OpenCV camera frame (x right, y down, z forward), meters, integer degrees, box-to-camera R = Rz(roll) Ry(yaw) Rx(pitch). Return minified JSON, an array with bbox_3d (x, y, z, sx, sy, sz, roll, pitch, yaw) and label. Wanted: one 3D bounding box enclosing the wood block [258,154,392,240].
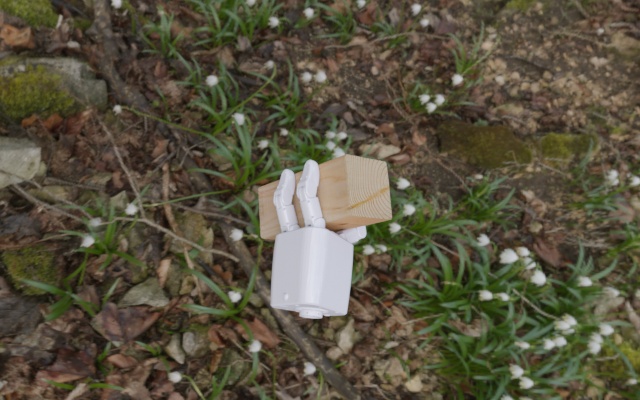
[{"bbox_3d":[0.000,0.003,0.746,0.091,0.090,0.206,6,-16,-43],"label":"wood block"}]
